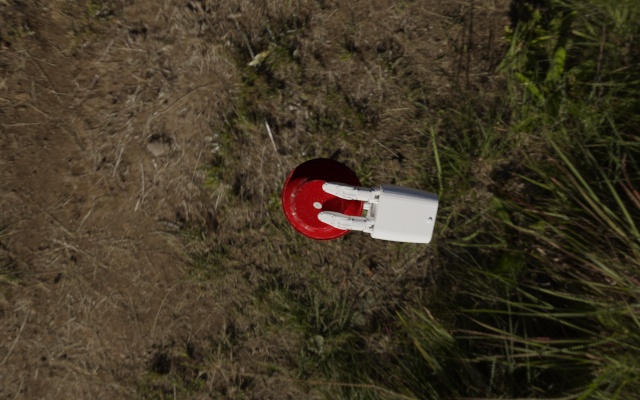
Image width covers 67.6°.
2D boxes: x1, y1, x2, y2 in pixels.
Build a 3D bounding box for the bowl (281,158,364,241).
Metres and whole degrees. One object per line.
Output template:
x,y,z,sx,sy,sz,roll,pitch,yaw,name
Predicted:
-0.001,0.003,0.893,0.162,0.162,0.055,0,10,8,bowl
